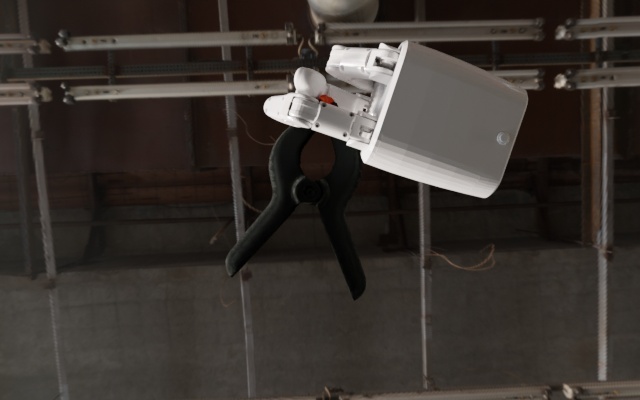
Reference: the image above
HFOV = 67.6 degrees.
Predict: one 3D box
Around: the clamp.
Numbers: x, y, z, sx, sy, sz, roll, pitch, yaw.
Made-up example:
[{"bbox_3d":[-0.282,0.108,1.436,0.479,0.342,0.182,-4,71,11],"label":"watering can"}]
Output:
[{"bbox_3d":[0.000,0.001,0.407,0.120,0.171,0.039,19,4,-6],"label":"clamp"}]
